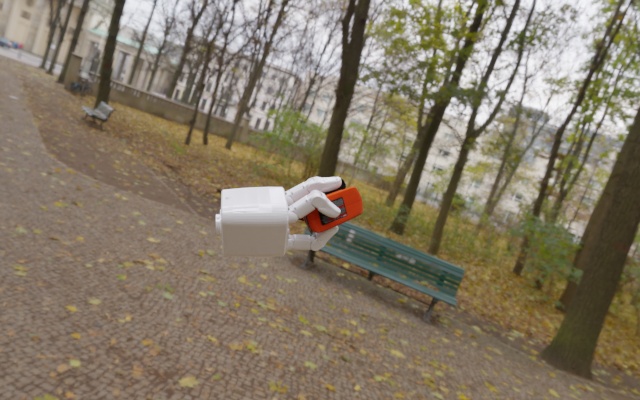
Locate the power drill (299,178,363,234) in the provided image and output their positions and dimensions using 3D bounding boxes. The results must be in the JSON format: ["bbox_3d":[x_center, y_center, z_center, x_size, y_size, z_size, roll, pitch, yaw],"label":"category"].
[{"bbox_3d":[0.000,0.003,0.888,0.184,0.057,0.187,-24,14,-22],"label":"power drill"}]
